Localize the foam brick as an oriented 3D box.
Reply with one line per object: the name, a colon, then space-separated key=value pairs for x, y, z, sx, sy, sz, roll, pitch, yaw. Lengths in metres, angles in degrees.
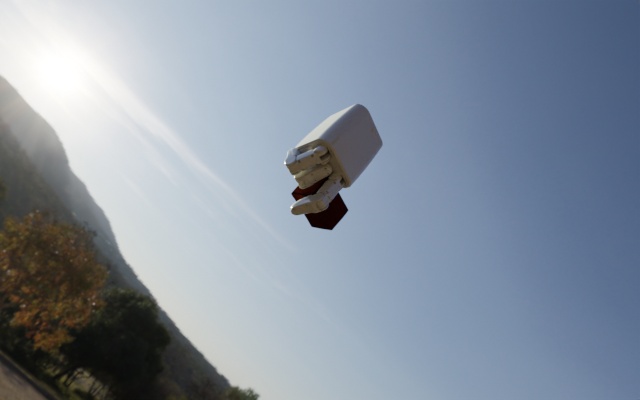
foam brick: x=0.000 y=0.003 z=0.787 sx=0.053 sy=0.078 sz=0.051 roll=9 pitch=48 yaw=46
